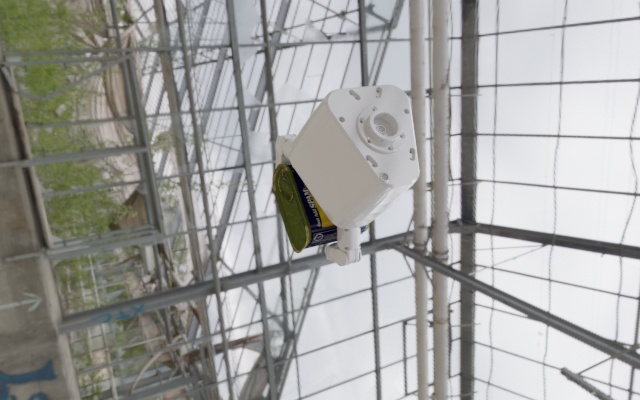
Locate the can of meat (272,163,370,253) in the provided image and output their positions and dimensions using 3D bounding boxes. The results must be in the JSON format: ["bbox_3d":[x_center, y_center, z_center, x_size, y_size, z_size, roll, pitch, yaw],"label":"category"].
[{"bbox_3d":[0.000,0.002,0.560,0.084,0.102,0.057,-11,-19,-25],"label":"can of meat"}]
